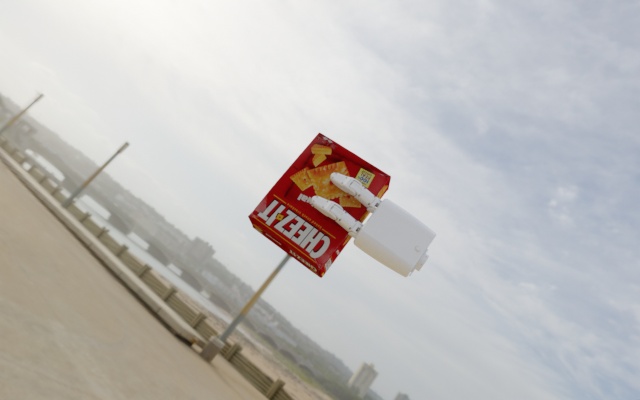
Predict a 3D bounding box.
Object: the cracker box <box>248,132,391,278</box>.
[{"bbox_3d":[0.000,0.003,0.865,0.164,0.213,0.072,35,-16,15],"label":"cracker box"}]
